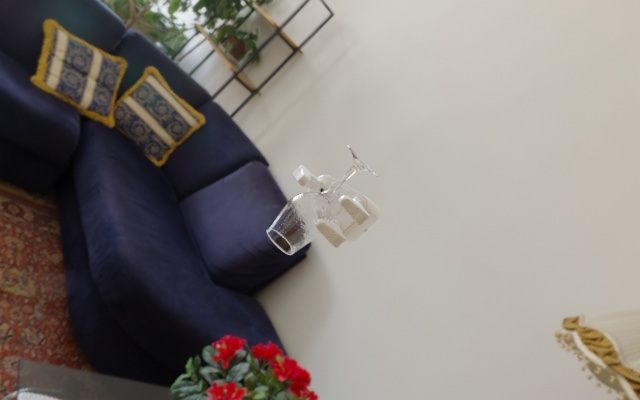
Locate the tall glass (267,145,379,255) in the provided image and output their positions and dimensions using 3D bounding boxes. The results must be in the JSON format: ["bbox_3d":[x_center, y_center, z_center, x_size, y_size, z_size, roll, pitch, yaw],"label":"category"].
[{"bbox_3d":[0.001,0.002,0.804,0.201,0.079,0.079,-44,-9,9],"label":"tall glass"}]
